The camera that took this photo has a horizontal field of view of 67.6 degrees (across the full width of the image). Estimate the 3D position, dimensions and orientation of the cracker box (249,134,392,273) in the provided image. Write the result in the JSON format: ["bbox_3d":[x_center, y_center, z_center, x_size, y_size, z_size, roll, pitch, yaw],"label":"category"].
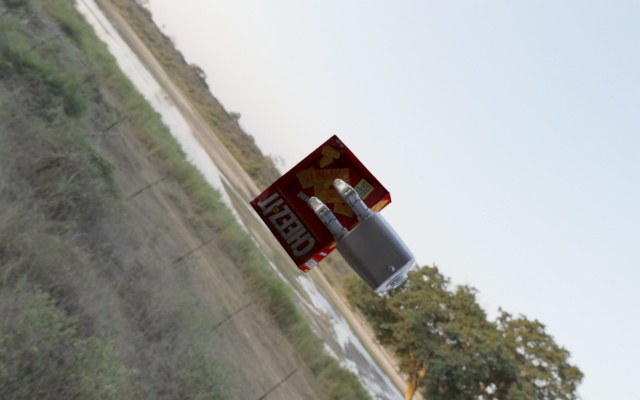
[{"bbox_3d":[0.000,0.003,0.895,0.213,0.164,0.072,-39,-20,-2],"label":"cracker box"}]
